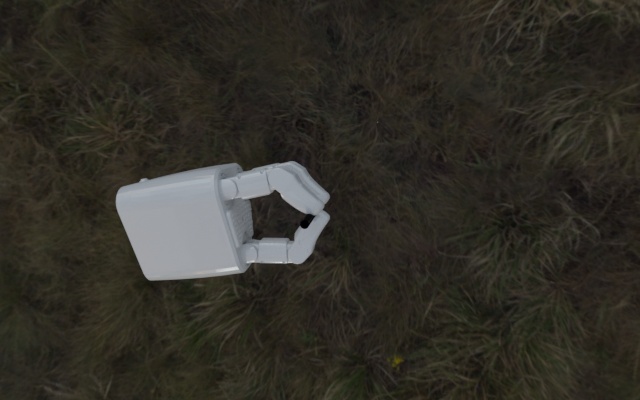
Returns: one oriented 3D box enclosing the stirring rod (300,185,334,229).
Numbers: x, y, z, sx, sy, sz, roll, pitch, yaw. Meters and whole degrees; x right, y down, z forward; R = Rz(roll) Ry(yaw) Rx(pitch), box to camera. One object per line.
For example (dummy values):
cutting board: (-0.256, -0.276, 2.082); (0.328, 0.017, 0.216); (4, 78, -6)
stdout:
stirring rod: (0.000, 0.002, 0.534); (0.011, 0.011, 0.239); (0, 9, 7)
